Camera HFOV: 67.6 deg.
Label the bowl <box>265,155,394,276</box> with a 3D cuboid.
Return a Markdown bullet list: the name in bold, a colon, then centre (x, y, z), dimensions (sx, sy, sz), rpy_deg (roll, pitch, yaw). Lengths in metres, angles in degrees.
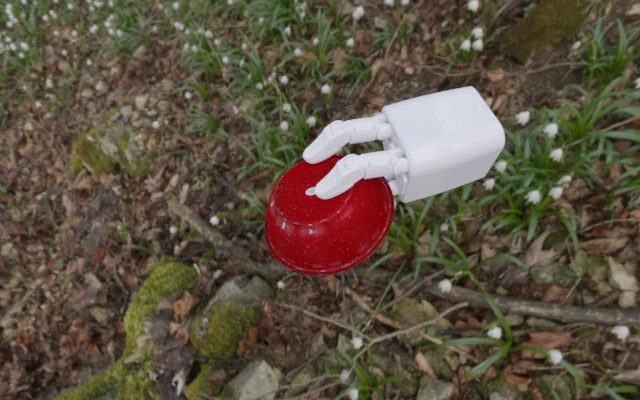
- **bowl**: centre (-0.001, 0.002, 0.546), dimensions (0.162, 0.162, 0.055), rpy_deg (0, -32, 22)
